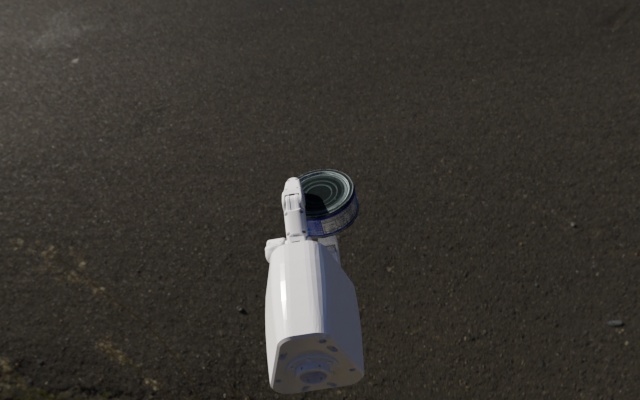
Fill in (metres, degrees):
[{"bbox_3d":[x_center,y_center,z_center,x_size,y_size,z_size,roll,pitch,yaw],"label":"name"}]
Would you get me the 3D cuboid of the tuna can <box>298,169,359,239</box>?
[{"bbox_3d":[0.000,0.001,0.554,0.086,0.034,0.086,-9,41,8],"label":"tuna can"}]
